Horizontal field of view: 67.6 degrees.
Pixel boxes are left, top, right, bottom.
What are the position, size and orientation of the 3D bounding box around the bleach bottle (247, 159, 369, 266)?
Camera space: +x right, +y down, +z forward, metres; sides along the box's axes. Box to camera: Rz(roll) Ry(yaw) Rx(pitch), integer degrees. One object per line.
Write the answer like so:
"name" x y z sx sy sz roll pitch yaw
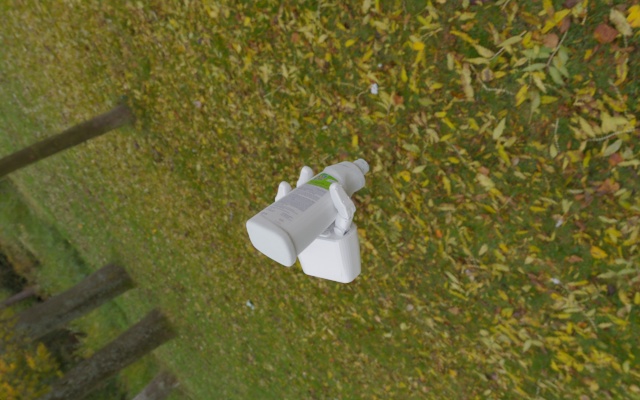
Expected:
"bleach bottle" 0.000 0.003 0.805 0.102 0.068 0.250 23 47 39
